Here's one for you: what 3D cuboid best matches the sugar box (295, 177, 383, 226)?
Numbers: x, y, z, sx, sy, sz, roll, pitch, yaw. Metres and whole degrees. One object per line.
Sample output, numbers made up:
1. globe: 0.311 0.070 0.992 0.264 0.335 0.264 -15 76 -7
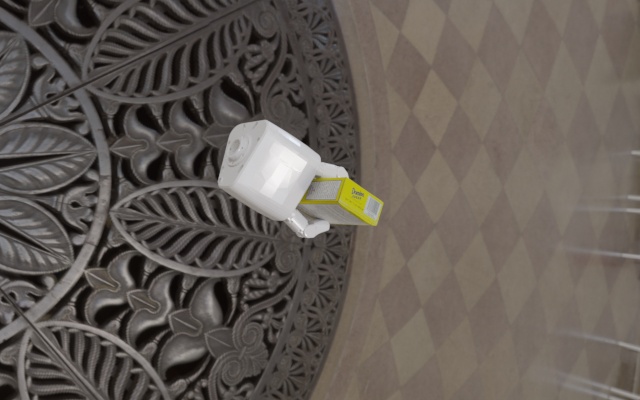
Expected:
1. sugar box: 0.000 0.002 0.747 0.176 0.048 0.093 4 -22 47
